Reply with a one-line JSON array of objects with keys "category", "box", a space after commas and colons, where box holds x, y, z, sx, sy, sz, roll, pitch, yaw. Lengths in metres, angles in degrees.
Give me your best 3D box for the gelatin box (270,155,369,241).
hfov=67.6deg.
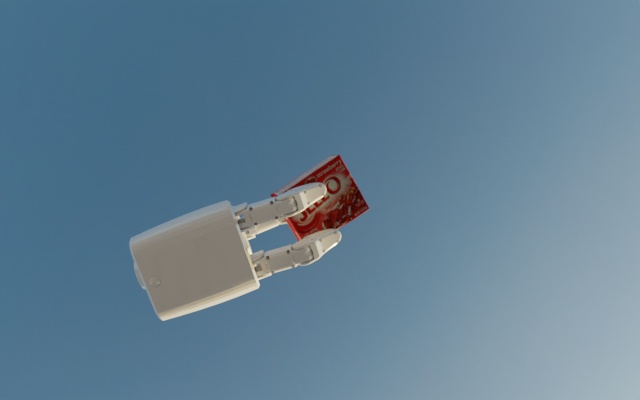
[{"category": "gelatin box", "box": [0.000, 0.002, 0.540, 0.089, 0.073, 0.030, -34, 15, -13]}]
